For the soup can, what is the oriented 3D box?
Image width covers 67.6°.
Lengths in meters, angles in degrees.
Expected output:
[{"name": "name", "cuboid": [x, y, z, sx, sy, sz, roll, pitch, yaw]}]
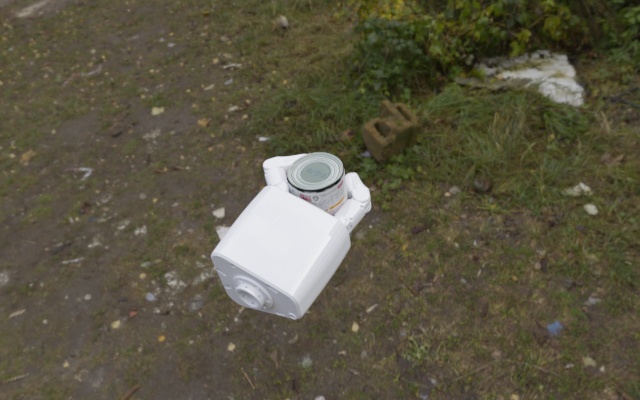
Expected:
[{"name": "soup can", "cuboid": [0.000, 0.001, 0.575, 0.068, 0.102, 0.068, -5, 44, 5]}]
